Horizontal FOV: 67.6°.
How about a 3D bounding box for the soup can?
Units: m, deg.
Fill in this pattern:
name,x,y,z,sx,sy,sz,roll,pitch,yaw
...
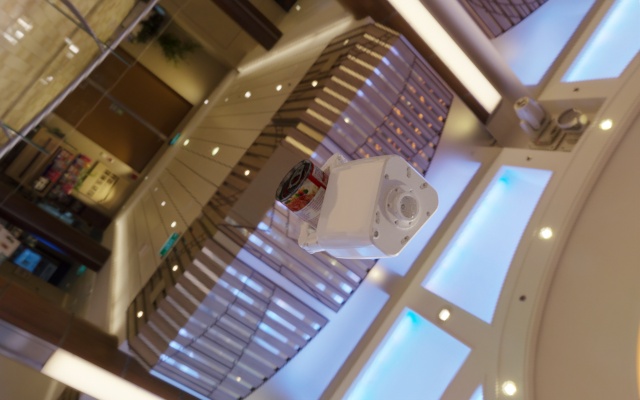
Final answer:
name,x,y,z,sx,sy,sz,roll,pitch,yaw
soup can,0.000,0.002,0.636,0.102,0.068,0.068,39,-17,-23
